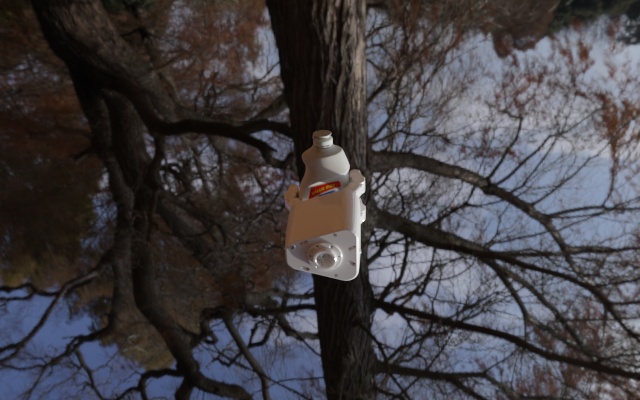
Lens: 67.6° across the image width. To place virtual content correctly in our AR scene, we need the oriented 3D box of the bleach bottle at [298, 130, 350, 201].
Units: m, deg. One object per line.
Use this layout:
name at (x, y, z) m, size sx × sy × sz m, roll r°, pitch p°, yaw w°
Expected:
bleach bottle at (0.000, 0.003, 0.813) m, size 0.102 × 0.251 × 0.068 m, roll -1°, pitch 30°, yaw 4°
